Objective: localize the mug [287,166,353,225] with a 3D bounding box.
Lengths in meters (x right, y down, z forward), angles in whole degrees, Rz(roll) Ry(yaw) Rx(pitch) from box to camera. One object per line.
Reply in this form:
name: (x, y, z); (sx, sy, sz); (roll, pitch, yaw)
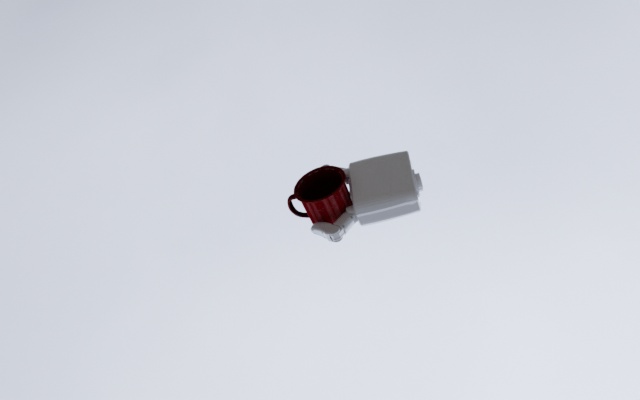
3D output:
mug: (-0.001, 0.003, 0.828); (0.117, 0.081, 0.093); (-14, 39, 15)
